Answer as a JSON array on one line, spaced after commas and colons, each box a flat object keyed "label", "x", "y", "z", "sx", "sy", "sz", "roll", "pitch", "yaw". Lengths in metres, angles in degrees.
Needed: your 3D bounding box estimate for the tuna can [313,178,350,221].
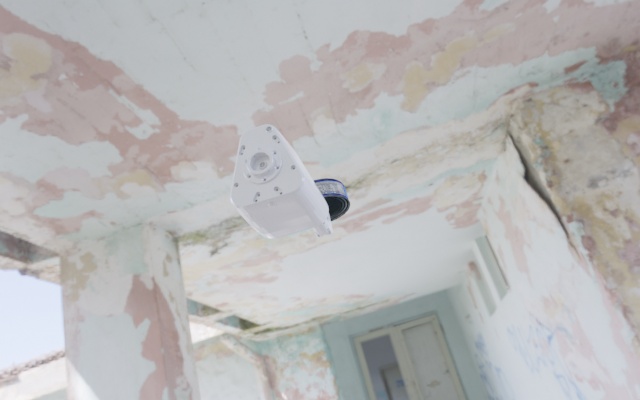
[{"label": "tuna can", "x": 0.000, "y": 0.002, "z": 0.730, "sx": 0.086, "sy": 0.033, "sz": 0.086, "roll": -12, "pitch": -29, "yaw": -6}]
